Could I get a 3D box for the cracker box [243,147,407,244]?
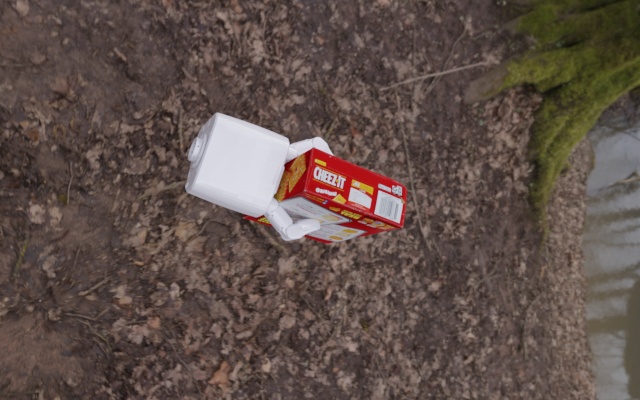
[{"bbox_3d":[0.000,0.003,0.726,0.164,0.072,0.214,20,-20,-26],"label":"cracker box"}]
